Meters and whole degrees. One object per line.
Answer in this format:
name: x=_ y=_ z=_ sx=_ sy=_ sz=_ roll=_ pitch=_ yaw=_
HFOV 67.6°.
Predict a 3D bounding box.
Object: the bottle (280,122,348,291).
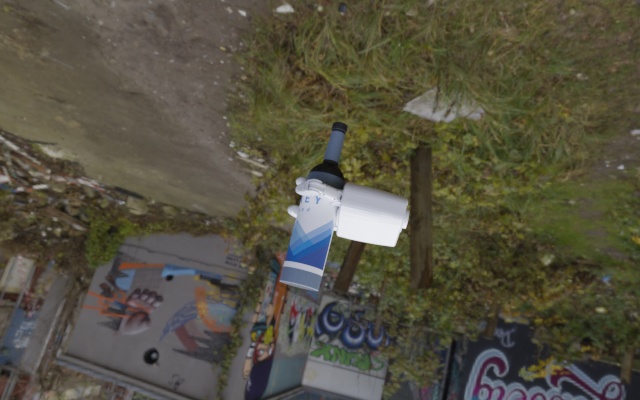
bottle: x=0.000 y=0.003 z=0.820 sx=0.069 sy=0.295 sz=0.069 roll=14 pitch=-14 yaw=4
